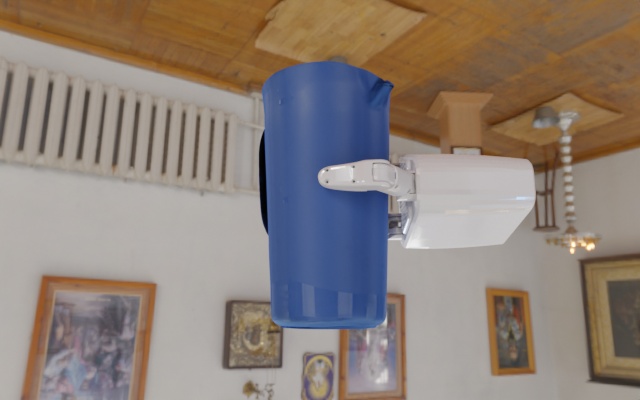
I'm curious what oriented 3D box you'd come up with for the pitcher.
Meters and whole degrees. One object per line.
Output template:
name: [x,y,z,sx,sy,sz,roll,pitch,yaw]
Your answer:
pitcher: [0.000,0.002,0.479,0.145,0.242,0.149,0,-12,1]
